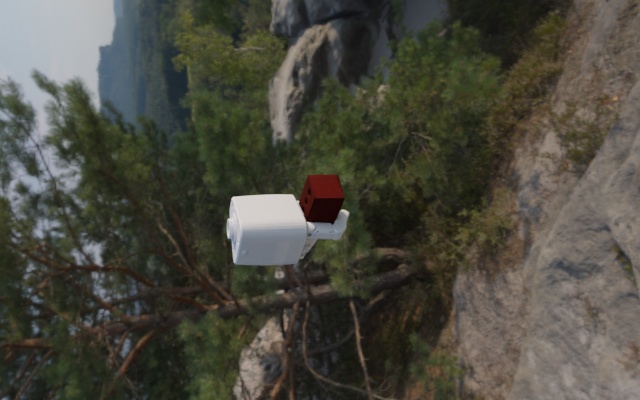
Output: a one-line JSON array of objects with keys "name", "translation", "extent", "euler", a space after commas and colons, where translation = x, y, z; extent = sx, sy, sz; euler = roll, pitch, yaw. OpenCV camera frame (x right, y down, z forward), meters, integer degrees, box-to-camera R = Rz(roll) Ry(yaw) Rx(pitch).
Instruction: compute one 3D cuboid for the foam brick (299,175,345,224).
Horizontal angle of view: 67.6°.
[{"name": "foam brick", "translation": [0.000, 0.002, 0.774], "extent": [0.051, 0.053, 0.078], "euler": [1, -42, -19]}]
